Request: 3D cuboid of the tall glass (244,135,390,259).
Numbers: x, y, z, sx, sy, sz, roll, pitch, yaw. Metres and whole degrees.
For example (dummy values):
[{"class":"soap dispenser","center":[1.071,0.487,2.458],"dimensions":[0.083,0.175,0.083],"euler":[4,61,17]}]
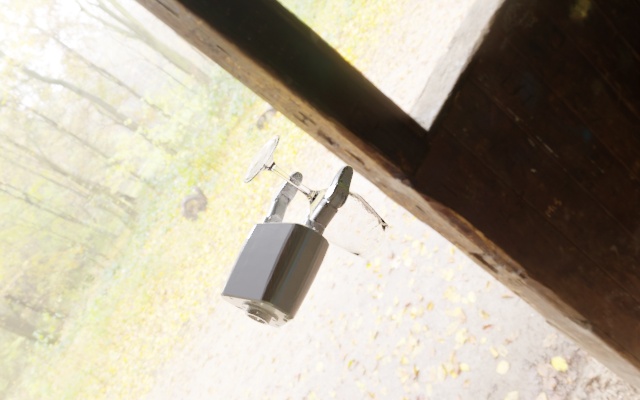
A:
[{"class":"tall glass","center":[0.000,0.002,0.638],"dimensions":[0.201,0.079,0.079],"euler":[36,-14,-20]}]
